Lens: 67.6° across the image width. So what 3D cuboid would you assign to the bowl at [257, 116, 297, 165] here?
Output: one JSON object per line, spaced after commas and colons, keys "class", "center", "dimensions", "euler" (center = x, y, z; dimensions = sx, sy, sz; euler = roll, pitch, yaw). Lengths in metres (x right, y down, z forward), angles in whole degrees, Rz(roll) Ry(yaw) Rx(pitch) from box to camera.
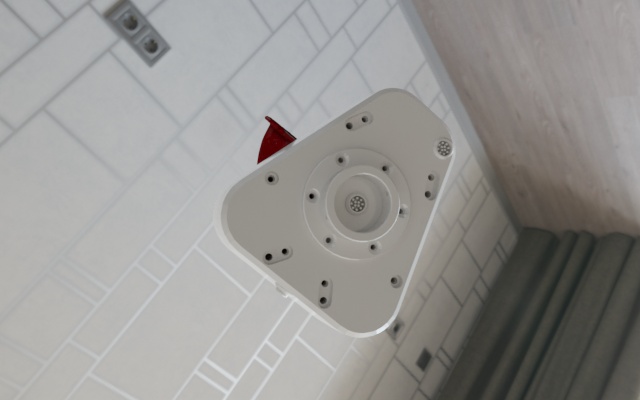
{"class": "bowl", "center": [0.000, 0.002, 0.404], "dimensions": [0.162, 0.055, 0.162], "euler": [40, 3, -3]}
